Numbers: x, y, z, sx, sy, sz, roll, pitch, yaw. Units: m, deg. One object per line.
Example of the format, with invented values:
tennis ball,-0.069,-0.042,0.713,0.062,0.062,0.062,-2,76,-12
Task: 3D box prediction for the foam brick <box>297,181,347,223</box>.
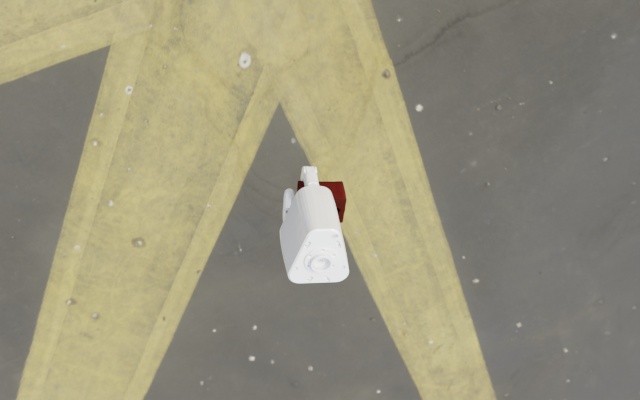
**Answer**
foam brick,0.000,0.002,0.797,0.078,0.053,0.051,0,38,-10
